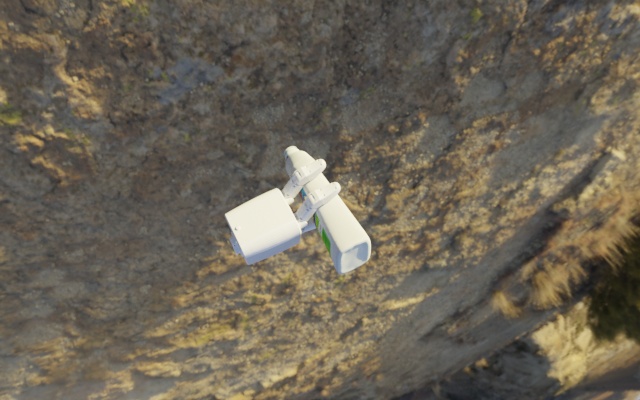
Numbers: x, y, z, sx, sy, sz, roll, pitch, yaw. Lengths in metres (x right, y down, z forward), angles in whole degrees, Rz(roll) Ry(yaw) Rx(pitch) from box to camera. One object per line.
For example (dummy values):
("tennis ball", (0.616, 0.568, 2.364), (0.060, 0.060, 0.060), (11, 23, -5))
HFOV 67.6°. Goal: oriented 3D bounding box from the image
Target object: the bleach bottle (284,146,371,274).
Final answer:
("bleach bottle", (0.000, 0.003, 0.860), (0.068, 0.250, 0.103), (-25, -31, -12))
